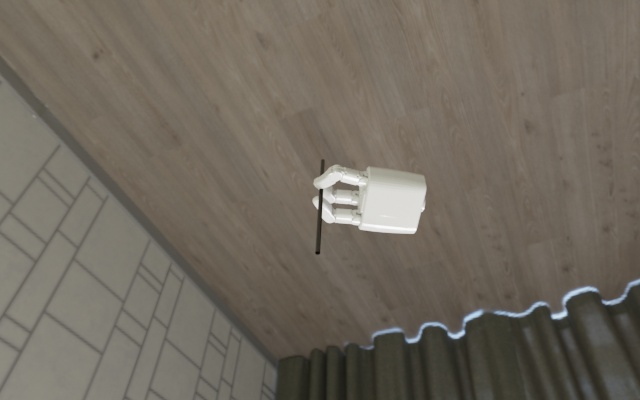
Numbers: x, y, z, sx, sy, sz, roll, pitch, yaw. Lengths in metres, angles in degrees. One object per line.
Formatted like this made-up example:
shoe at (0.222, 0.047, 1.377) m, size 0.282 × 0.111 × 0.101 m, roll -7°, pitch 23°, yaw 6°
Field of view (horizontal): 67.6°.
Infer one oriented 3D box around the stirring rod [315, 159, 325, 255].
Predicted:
stirring rod at (0.000, 0.003, 0.842) m, size 0.011 × 0.011 × 0.239 m, roll 0°, pitch 42°, yaw 3°
